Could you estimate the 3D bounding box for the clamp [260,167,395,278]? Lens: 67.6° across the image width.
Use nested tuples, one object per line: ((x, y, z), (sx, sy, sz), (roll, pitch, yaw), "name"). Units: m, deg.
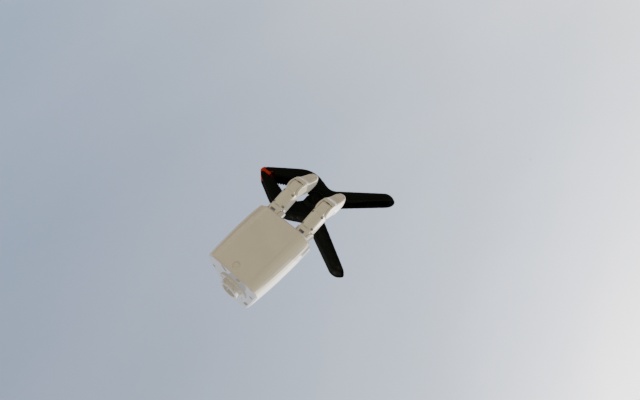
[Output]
((-0.001, 0.003, 0.742), (0.210, 0.164, 0.036), (37, -30, 18), "clamp")
